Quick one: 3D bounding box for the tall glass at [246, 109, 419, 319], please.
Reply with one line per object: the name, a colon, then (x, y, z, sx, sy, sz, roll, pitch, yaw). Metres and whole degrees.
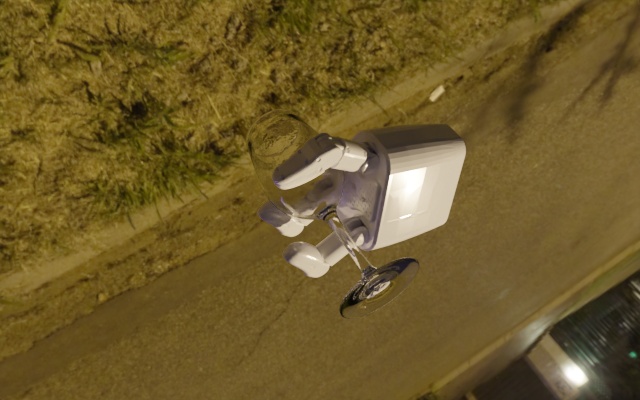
tall glass: (0.000, 0.002, 0.429, 0.079, 0.079, 0.201, 0, 44, -42)
